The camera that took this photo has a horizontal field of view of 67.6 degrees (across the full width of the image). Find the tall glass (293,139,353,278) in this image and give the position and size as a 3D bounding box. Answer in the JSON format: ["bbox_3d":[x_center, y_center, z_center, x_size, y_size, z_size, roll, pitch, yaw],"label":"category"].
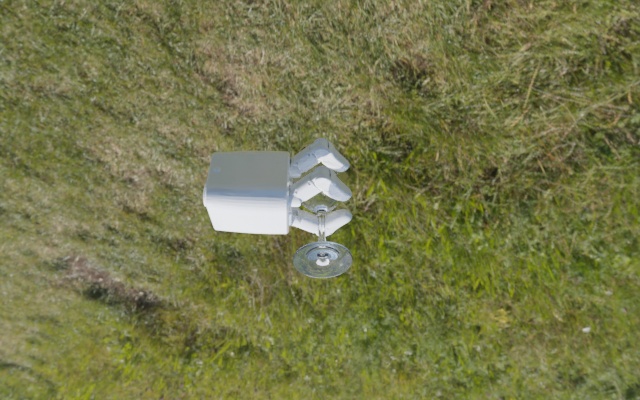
[{"bbox_3d":[0.000,0.003,0.655,0.079,0.200,0.079,-1,-43,-1],"label":"tall glass"}]
